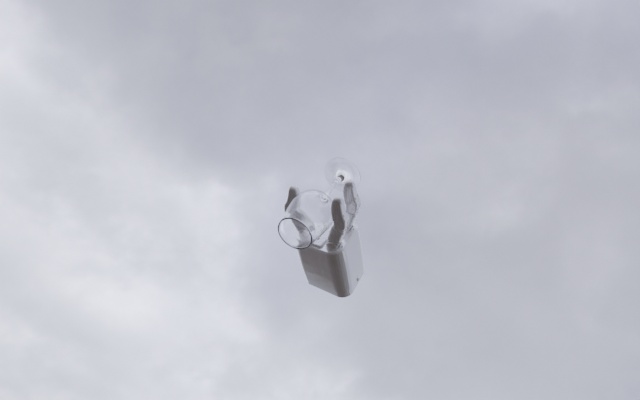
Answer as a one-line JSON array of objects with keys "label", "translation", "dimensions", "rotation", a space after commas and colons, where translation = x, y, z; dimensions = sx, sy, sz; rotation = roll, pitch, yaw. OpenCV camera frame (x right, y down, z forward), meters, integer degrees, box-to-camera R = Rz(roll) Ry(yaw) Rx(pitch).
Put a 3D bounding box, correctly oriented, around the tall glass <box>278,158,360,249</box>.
[{"label": "tall glass", "translation": [0.000, 0.002, 0.836], "dimensions": [0.079, 0.079, 0.201], "rotation": [0, 31, 29]}]
